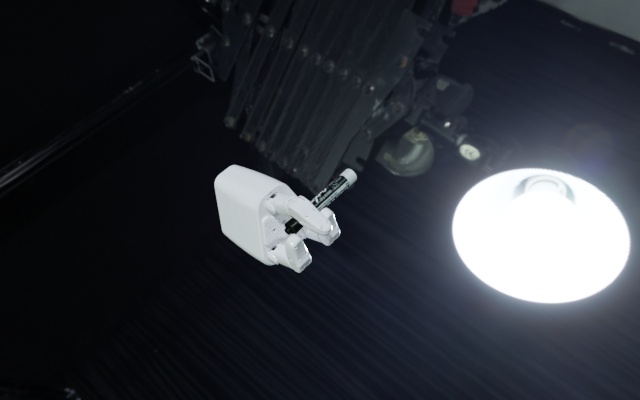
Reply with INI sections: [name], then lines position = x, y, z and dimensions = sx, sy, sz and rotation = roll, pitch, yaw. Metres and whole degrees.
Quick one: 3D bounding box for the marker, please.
[marker]
position = 0.000, 0.002, 0.596
dimensions = 0.121, 0.020, 0.020
rotation = -42, 21, -26
